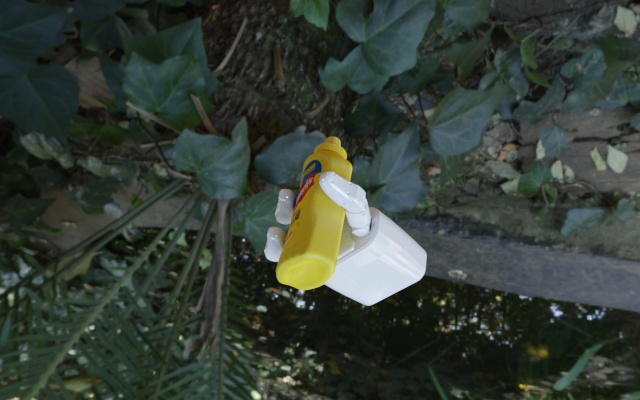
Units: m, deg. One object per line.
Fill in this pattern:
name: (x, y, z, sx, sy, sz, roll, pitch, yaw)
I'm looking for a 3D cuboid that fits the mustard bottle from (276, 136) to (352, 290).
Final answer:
mustard bottle: (0.000, 0.002, 0.560, 0.058, 0.191, 0.096, 21, -34, -12)
